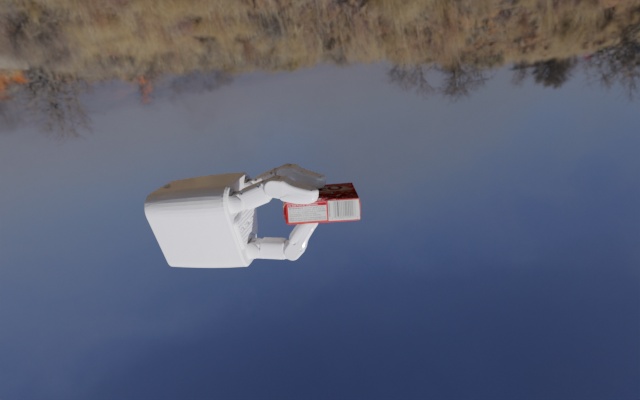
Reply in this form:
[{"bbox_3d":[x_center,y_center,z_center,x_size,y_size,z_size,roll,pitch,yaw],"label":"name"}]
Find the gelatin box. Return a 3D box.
[{"bbox_3d":[0.000,0.002,0.579,0.089,0.030,0.073,-4,16,-2],"label":"gelatin box"}]
